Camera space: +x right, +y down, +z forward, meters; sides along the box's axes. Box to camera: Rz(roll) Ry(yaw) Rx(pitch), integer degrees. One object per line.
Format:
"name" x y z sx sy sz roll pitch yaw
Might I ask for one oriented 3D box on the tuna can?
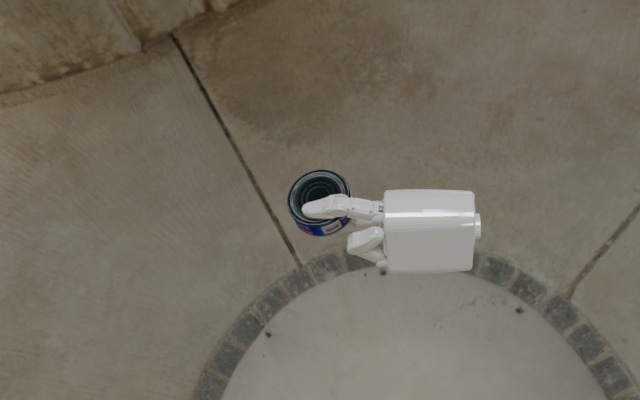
"tuna can" 0.000 0.002 0.627 0.086 0.086 0.034 0 -28 16
